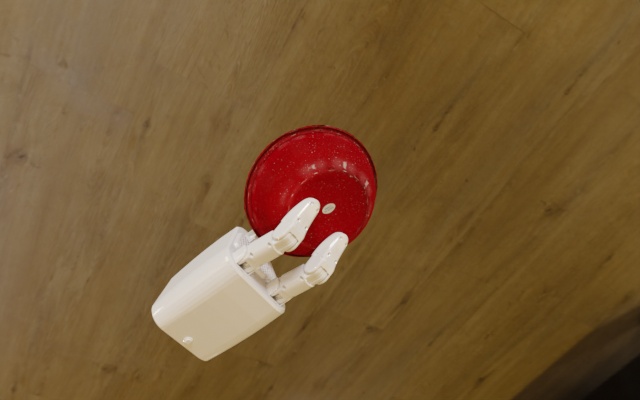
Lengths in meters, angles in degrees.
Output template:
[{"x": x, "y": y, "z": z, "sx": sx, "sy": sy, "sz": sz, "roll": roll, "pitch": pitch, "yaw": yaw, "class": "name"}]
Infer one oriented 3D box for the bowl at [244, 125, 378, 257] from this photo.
[{"x": 0.001, "y": 0.001, "z": 0.527, "sx": 0.162, "sy": 0.162, "sz": 0.055, "roll": 0, "pitch": 21, "yaw": -21, "class": "bowl"}]
